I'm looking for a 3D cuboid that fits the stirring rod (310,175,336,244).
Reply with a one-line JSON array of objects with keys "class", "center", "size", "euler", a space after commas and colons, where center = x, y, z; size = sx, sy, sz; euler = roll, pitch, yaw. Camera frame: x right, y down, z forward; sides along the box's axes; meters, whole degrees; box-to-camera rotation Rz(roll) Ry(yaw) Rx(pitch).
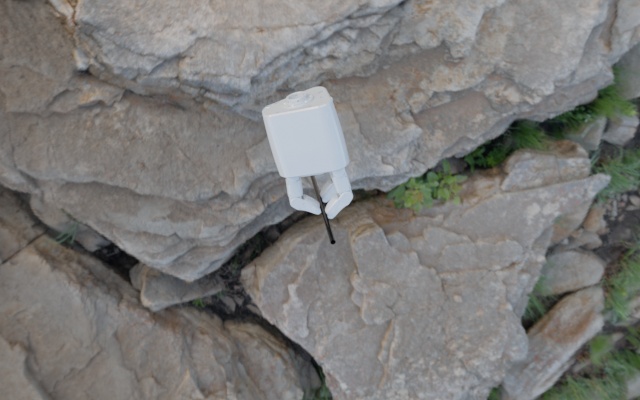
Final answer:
[{"class": "stirring rod", "center": [0.000, 0.003, 0.806], "size": [0.011, 0.011, 0.239], "euler": [0, 29, -10]}]
